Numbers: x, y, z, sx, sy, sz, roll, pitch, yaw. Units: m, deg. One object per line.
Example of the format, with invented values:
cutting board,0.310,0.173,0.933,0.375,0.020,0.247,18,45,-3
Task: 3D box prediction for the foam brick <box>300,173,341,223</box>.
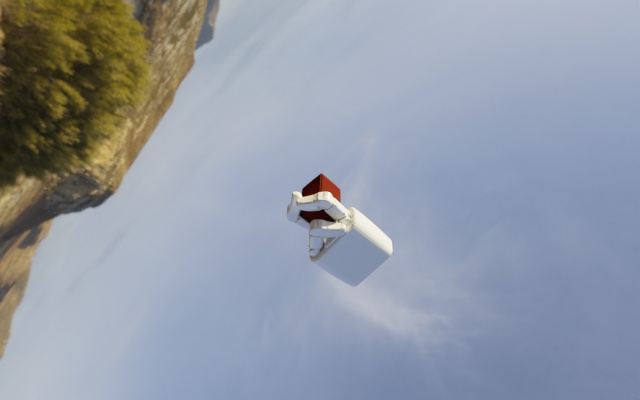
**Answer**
foam brick,0.000,0.002,0.850,0.051,0.078,0.053,37,-56,-27
